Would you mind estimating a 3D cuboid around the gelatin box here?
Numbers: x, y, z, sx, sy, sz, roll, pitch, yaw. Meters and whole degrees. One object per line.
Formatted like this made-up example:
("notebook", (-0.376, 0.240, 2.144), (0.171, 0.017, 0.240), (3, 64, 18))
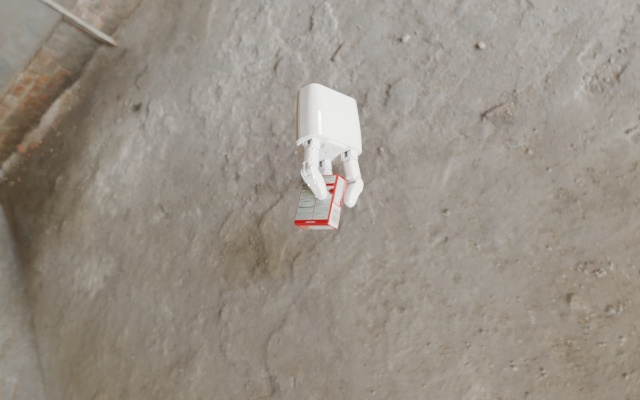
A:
("gelatin box", (0.000, 0.003, 0.787), (0.073, 0.089, 0.030), (-3, -23, 38))
